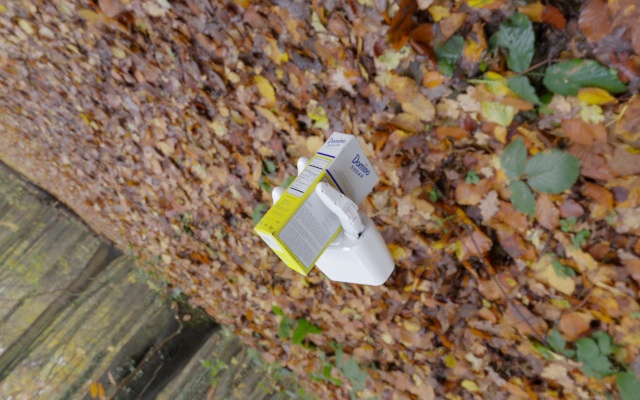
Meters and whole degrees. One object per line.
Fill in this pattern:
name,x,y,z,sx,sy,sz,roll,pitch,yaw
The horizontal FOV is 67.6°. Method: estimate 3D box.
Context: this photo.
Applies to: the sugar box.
sugar box,0.000,0.002,0.641,0.048,0.176,0.093,18,-28,43
